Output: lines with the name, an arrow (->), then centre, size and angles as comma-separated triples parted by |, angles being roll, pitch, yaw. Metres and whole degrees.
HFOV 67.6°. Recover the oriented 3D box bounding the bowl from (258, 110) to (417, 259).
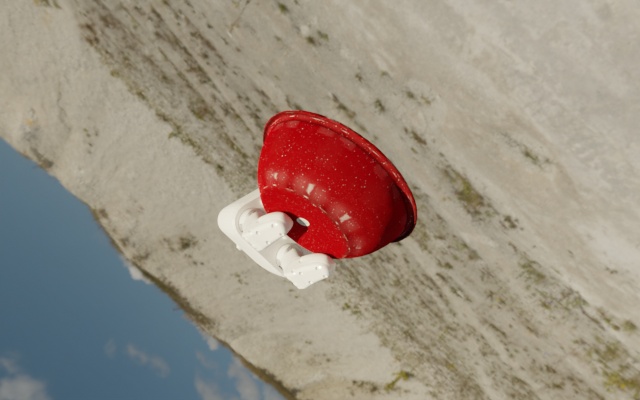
bowl -> 0.000, 0.001, 0.416 | 0.162, 0.055, 0.162 | 29, -28, 17
